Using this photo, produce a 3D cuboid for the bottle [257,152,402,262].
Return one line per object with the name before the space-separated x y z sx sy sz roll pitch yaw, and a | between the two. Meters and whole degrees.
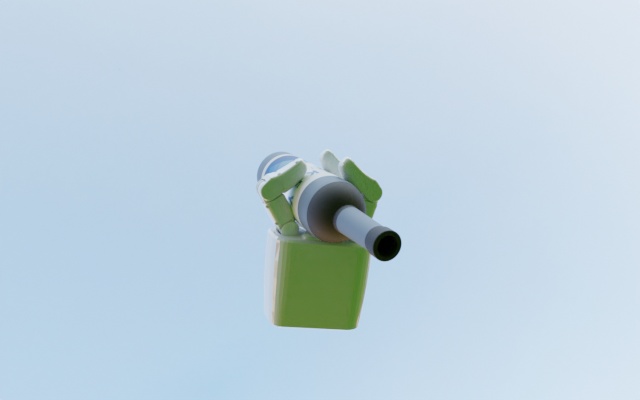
bottle | 0.000 0.002 0.523 0.069 0.069 0.295 0 14 -23
